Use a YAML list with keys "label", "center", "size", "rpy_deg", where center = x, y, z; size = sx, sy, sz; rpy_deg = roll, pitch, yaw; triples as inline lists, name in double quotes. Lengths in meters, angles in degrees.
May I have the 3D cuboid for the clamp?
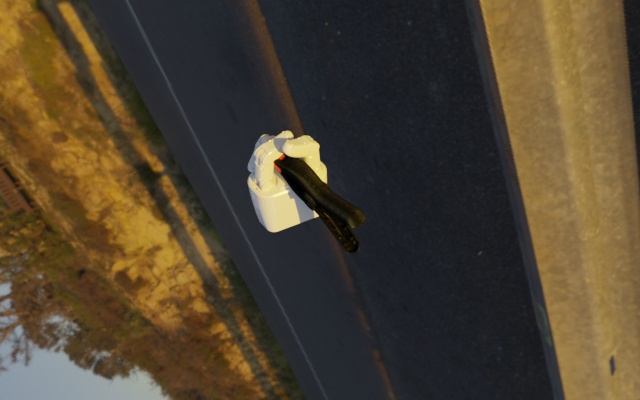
- label: "clamp"
  center: [0.000, 0.002, 0.658]
  size: [0.039, 0.171, 0.120]
  rpy_deg: [-34, -29, -19]
